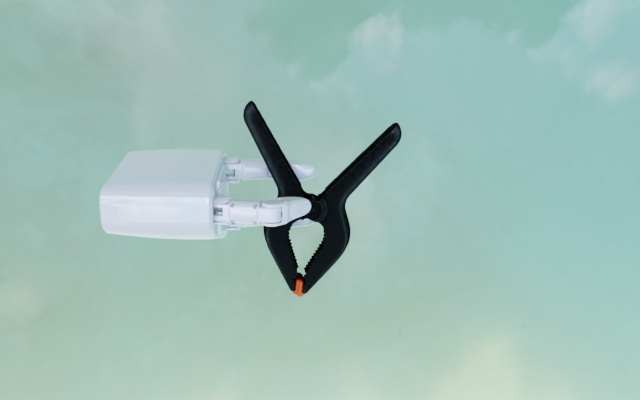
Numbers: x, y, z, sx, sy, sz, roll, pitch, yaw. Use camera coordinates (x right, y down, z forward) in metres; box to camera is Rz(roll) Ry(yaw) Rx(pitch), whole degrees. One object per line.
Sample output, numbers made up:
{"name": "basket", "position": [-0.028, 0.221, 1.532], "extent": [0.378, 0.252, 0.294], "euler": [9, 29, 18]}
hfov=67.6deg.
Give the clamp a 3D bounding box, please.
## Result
{"name": "clamp", "position": [0.000, 0.002, 0.514], "extent": [0.164, 0.210, 0.036], "euler": [2, 13, 0]}
